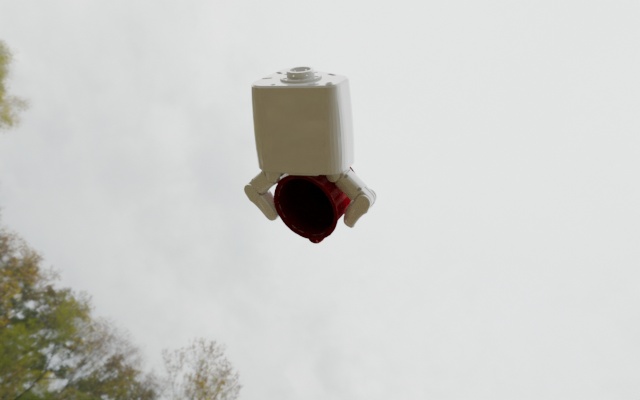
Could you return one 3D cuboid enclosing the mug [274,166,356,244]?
[{"bbox_3d":[0.000,0.003,0.631,0.093,0.117,0.081,12,33,26],"label":"mug"}]
